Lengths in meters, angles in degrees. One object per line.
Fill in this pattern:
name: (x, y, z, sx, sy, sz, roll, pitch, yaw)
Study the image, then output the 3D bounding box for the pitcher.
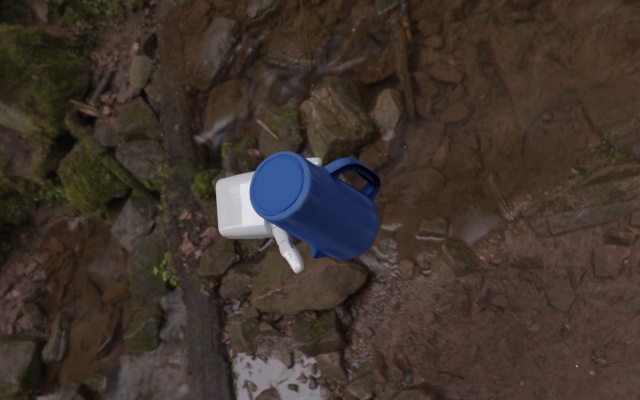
pitcher: (0.000, 0.003, 0.786, 0.145, 0.149, 0.243, -6, -20, 27)
